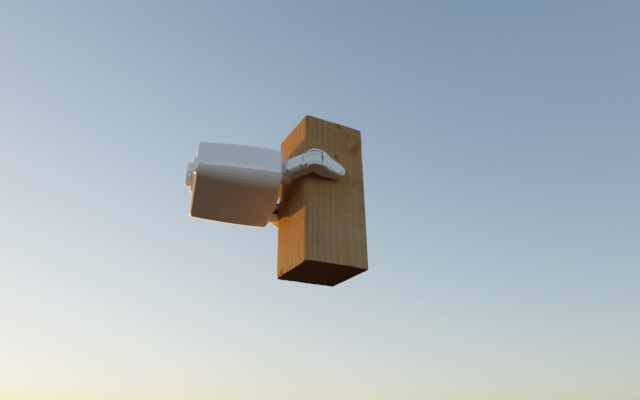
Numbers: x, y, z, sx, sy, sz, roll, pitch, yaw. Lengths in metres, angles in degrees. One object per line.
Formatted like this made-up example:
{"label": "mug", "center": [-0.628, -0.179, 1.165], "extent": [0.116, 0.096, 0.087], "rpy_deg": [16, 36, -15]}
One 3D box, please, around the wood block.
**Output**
{"label": "wood block", "center": [0.000, 0.002, 0.650], "extent": [0.090, 0.206, 0.091], "rpy_deg": [13, -28, -26]}
